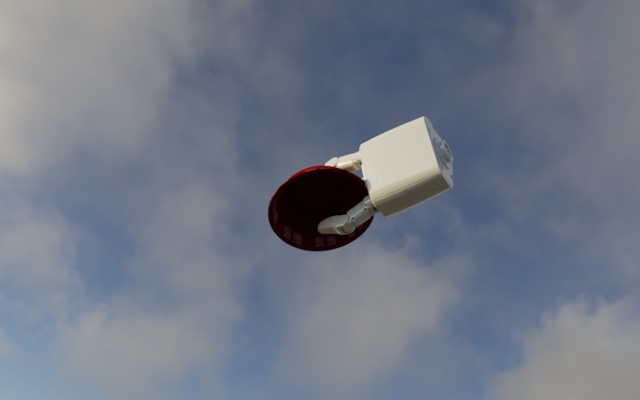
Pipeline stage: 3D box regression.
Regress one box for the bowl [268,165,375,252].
[{"bbox_3d":[-0.001,0.003,0.728,0.162,0.162,0.055,0,39,-9],"label":"bowl"}]
